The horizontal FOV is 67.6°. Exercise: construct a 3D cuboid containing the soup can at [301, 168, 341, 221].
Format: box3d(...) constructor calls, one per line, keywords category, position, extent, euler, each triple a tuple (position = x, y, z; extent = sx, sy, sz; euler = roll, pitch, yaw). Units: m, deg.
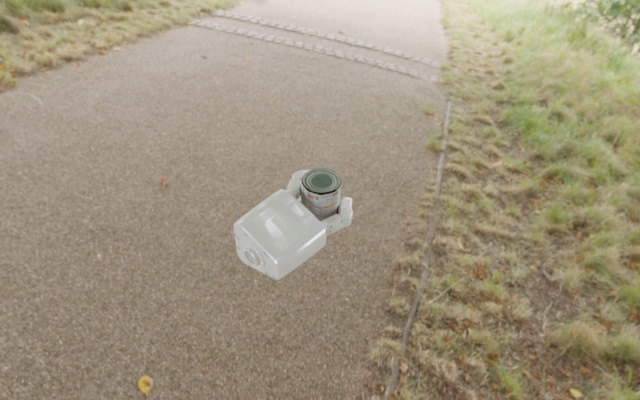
box3d(category="soup can", position=(0.001, 0.002, 0.826), extent=(0.068, 0.102, 0.068), euler=(1, 43, -1))
